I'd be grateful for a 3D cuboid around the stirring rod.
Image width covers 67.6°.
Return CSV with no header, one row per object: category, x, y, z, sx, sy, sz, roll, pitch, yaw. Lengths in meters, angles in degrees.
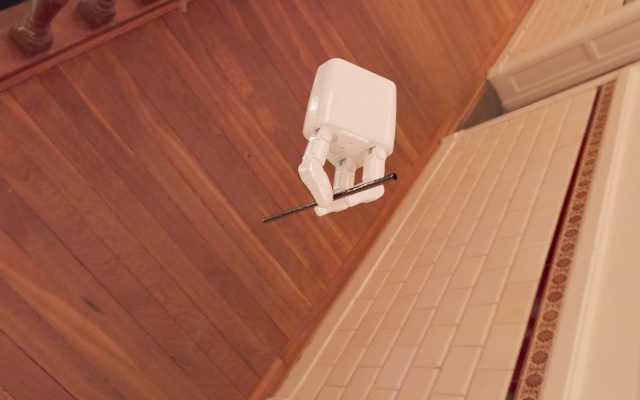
stirring rod,0.000,0.002,0.594,0.011,0.011,0.239,0,-13,-42
